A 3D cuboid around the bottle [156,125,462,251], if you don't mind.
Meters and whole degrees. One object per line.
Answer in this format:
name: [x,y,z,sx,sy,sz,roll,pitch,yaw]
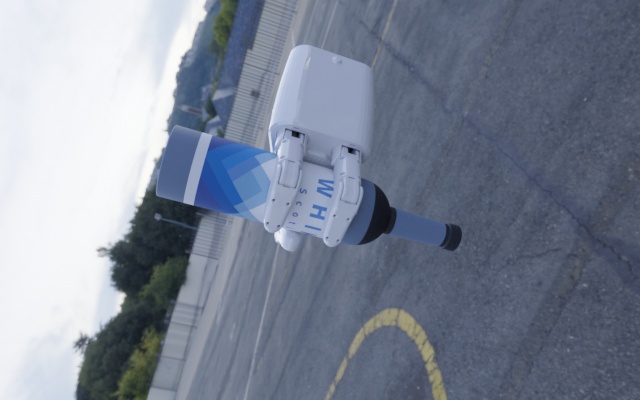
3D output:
bottle: [0.000,0.002,0.461,0.296,0.069,0.069,15,-3,-12]
